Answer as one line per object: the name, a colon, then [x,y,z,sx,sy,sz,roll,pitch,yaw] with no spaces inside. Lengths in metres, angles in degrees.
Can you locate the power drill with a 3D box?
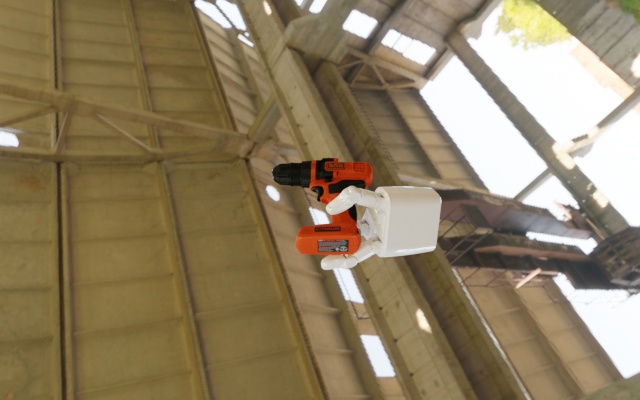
power drill: [0.000,0.003,0.827,0.184,0.187,0.057,-1,-39,4]
